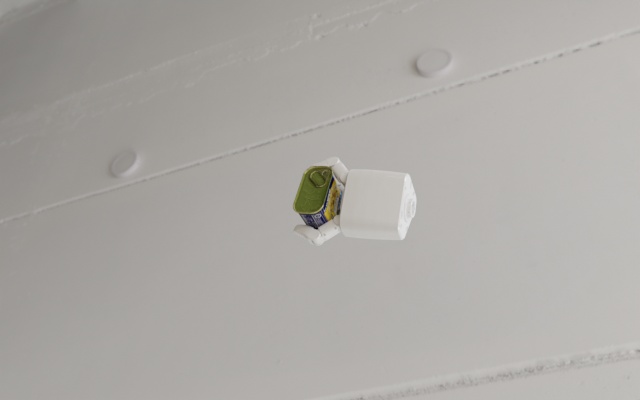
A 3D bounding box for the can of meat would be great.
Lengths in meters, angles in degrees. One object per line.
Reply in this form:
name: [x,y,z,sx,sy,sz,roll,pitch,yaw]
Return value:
can of meat: [0.000,0.003,0.862,0.057,0.102,0.084,1,-34,24]
